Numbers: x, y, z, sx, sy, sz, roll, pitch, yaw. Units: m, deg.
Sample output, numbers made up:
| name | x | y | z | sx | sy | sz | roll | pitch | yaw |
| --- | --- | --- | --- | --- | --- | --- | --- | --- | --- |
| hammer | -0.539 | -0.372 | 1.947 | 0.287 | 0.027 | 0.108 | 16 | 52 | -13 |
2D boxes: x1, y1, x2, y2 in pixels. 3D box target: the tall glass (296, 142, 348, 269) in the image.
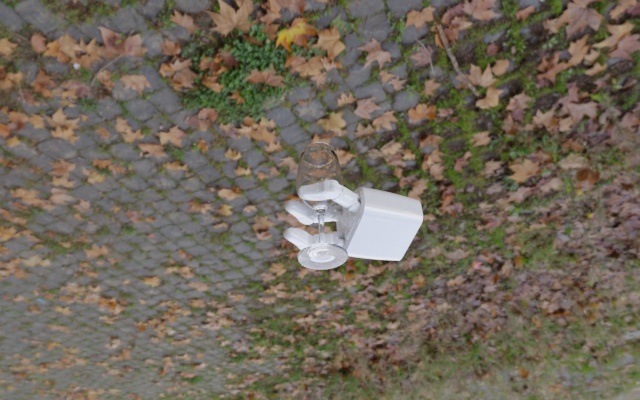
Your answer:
| name | x | y | z | sx | sy | sz | roll | pitch | yaw |
| --- | --- | --- | --- | --- | --- | --- | --- | --- | --- |
| tall glass | 0.000 | 0.003 | 0.752 | 0.079 | 0.200 | 0.079 | -2 | -36 | -1 |
